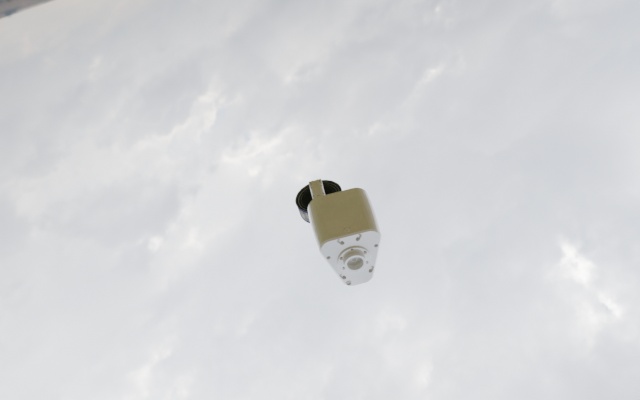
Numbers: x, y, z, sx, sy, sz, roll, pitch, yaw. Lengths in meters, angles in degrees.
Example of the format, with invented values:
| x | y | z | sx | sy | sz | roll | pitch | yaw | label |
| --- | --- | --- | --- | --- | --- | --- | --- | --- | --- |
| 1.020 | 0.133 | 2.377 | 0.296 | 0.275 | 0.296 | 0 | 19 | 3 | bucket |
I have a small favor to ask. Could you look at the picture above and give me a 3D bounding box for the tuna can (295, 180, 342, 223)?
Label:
| x | y | z | sx | sy | sz | roll | pitch | yaw | label |
| --- | --- | --- | --- | --- | --- | --- | --- | --- | --- |
| 0.000 | 0.003 | 0.858 | 0.086 | 0.034 | 0.086 | -11 | 39 | 9 | tuna can |
